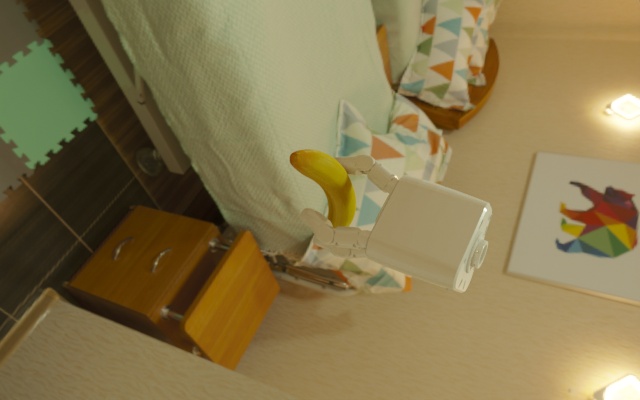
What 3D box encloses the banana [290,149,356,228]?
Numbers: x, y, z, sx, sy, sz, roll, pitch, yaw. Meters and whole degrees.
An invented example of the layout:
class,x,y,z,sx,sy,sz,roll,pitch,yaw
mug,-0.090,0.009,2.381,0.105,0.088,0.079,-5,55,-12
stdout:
class,x,y,z,sx,sy,sz,roll,pitch,yaw
banana,0.012,-0.009,0.608,0.037,0.069,0.198,28,-25,30
